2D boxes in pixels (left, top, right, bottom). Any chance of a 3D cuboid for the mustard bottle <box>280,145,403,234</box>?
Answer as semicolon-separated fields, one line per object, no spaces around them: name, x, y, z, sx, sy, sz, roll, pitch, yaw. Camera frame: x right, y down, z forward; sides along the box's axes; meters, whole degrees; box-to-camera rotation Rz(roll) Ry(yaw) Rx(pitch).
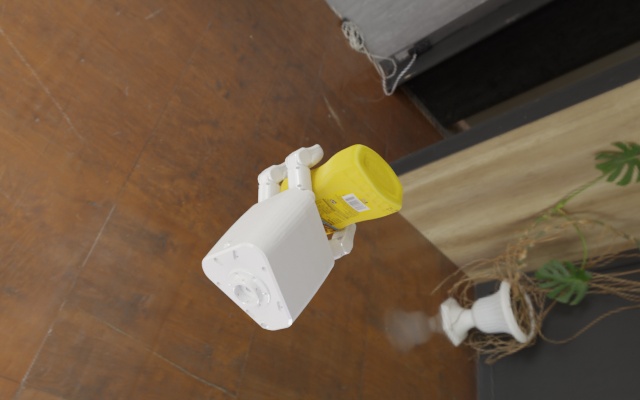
mustard bottle;0.000;0.002;0.598;0.192;0.058;0.096;-23;-48;37
